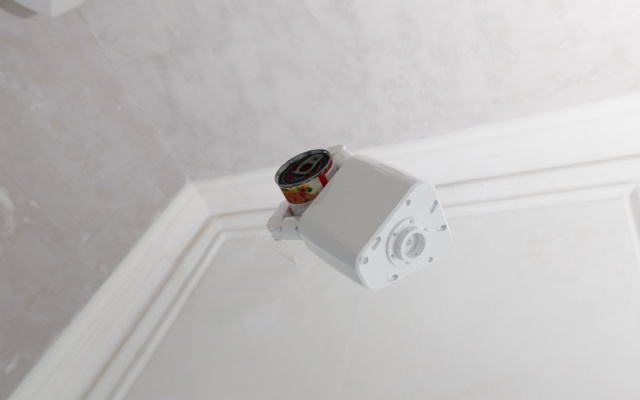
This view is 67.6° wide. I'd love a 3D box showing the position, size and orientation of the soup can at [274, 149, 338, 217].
[{"bbox_3d":[0.000,0.002,0.546,0.068,0.102,0.068,-20,31,12],"label":"soup can"}]
